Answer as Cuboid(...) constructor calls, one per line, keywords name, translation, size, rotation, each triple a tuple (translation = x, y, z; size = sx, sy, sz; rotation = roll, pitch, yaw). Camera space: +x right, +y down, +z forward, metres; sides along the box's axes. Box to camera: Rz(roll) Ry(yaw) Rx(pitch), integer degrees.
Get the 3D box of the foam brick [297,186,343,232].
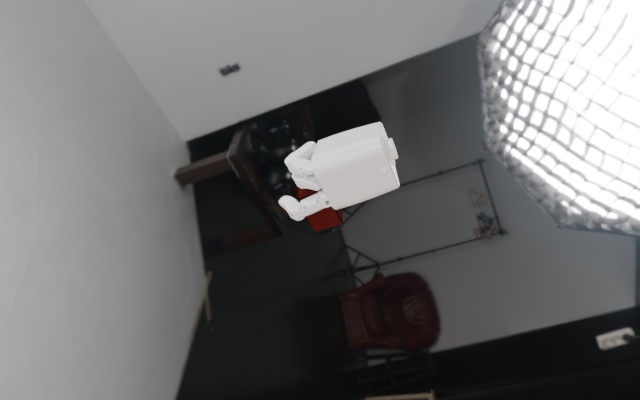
Cuboid(name="foam brick", translation=(0.000, 0.003, 0.780), size=(0.051, 0.078, 0.053), rotation=(-18, 38, 15))
